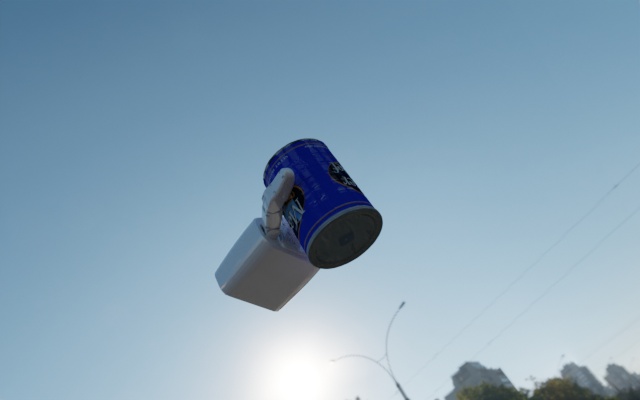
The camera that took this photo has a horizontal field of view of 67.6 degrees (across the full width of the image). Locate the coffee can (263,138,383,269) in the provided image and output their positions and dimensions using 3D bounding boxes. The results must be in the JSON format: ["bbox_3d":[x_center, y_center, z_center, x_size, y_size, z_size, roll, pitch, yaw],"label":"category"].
[{"bbox_3d":[0.000,0.002,0.613,0.103,0.103,0.140,0,41,-37],"label":"coffee can"}]
